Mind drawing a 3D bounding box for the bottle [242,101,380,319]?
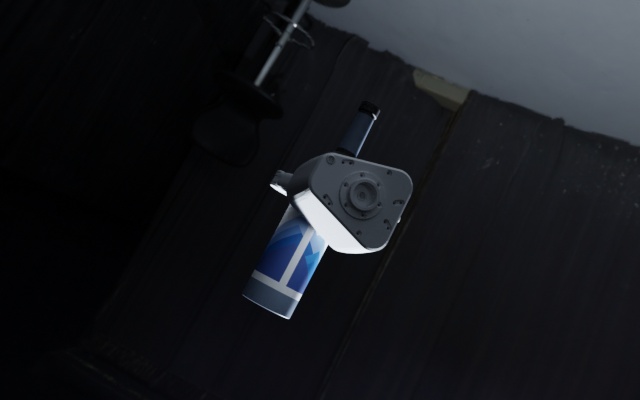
[{"bbox_3d":[0.000,0.002,0.613,0.069,0.295,0.069,27,-11,5],"label":"bottle"}]
